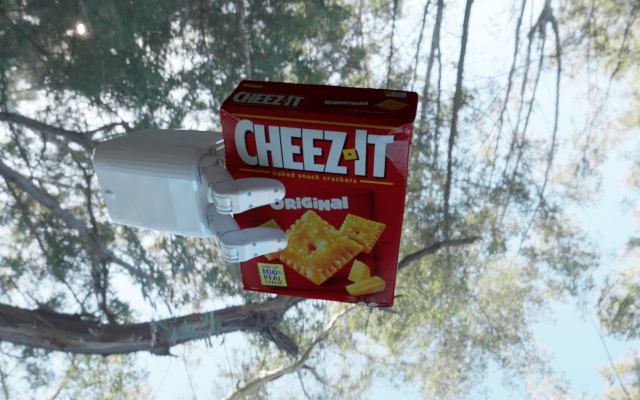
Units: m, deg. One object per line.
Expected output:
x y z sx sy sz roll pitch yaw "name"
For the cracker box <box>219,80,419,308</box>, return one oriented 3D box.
0.000 0.002 0.463 0.164 0.214 0.072 6 35 9 "cracker box"
